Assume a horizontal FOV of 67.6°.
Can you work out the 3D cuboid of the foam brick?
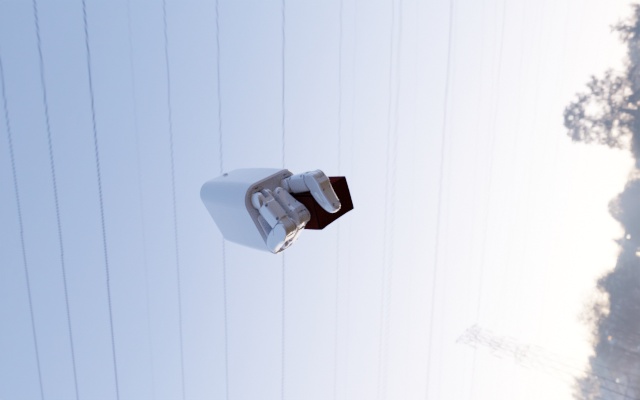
[{"bbox_3d":[0.000,0.002,0.668,0.051,0.053,0.078,0,21,42],"label":"foam brick"}]
